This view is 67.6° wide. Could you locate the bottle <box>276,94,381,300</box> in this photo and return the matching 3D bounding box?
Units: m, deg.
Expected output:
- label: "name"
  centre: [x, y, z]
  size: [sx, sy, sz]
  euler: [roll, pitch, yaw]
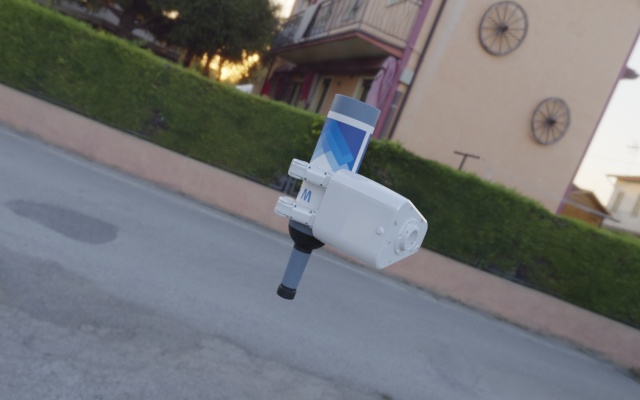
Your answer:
- label: "bottle"
  centre: [0.000, 0.002, 0.675]
  size: [0.069, 0.296, 0.069]
  euler: [20, 8, -3]
